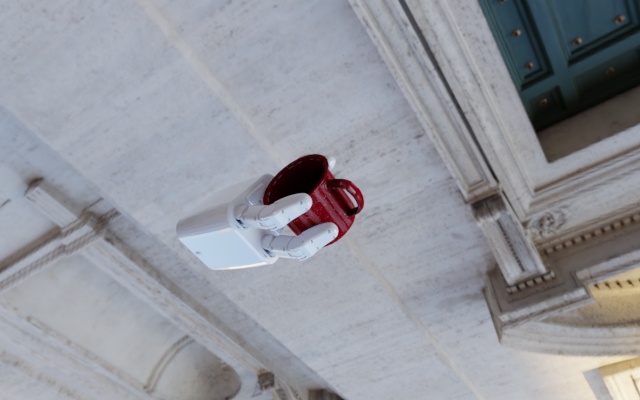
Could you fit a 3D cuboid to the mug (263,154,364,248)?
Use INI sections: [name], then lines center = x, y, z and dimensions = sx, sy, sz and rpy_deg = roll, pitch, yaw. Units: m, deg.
[mug]
center = 0.001, 0.002, 0.577
dimensions = 0.117, 0.093, 0.081
rpy_deg = -12, -49, 35
